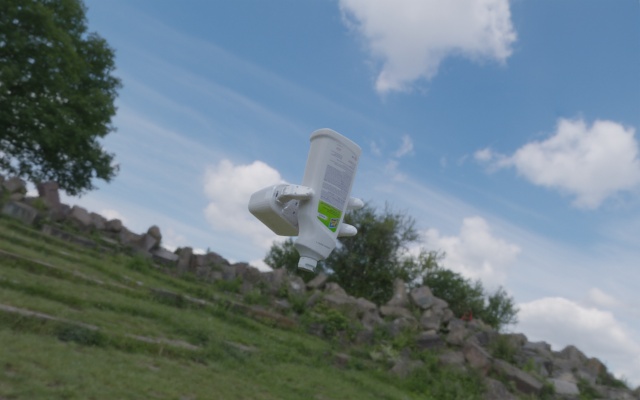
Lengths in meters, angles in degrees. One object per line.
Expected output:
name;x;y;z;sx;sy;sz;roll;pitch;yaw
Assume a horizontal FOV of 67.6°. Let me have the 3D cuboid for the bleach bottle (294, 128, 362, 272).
bleach bottle;0.000;0.003;0.868;0.102;0.250;0.068;26;-20;-29
